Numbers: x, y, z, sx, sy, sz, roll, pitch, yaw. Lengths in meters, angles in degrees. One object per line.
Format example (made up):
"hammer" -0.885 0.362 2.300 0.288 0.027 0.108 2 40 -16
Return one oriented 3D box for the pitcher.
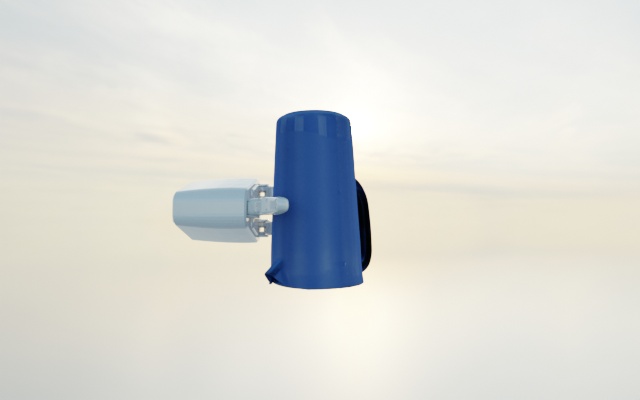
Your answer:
"pitcher" 0.000 0.002 0.681 0.145 0.243 0.149 -1 -3 6
